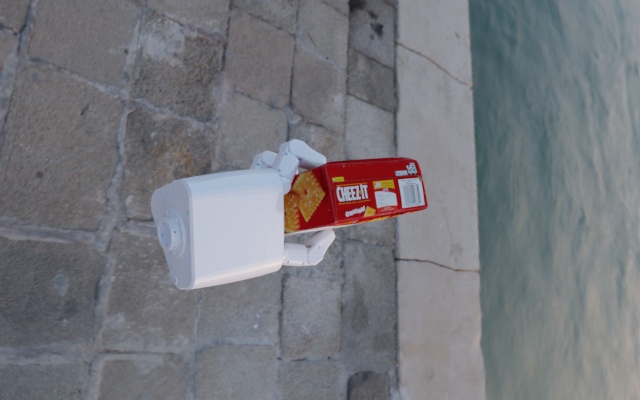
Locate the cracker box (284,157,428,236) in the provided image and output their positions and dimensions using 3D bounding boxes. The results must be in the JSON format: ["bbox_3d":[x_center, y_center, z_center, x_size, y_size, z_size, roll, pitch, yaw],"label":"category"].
[{"bbox_3d":[0.000,0.002,0.612,0.164,0.072,0.214,-7,-4,-42],"label":"cracker box"}]
